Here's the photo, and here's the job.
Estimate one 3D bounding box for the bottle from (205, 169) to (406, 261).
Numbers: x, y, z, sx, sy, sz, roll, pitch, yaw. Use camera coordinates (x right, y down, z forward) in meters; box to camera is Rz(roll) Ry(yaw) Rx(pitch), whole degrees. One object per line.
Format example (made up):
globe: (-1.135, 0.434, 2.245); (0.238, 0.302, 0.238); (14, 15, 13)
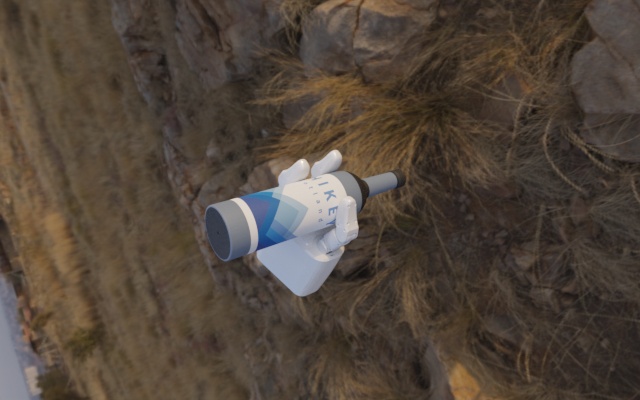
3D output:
bottle: (0.000, 0.002, 0.622); (0.295, 0.069, 0.069); (-17, 10, -34)
